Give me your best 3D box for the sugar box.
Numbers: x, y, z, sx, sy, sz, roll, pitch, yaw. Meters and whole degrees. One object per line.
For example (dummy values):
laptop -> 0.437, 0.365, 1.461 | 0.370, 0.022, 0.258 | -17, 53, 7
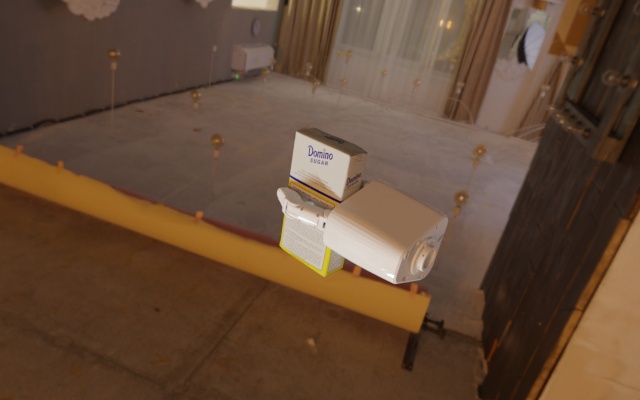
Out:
sugar box -> 0.001, 0.002, 0.634 | 0.093, 0.176, 0.048 | 29, 29, 32
